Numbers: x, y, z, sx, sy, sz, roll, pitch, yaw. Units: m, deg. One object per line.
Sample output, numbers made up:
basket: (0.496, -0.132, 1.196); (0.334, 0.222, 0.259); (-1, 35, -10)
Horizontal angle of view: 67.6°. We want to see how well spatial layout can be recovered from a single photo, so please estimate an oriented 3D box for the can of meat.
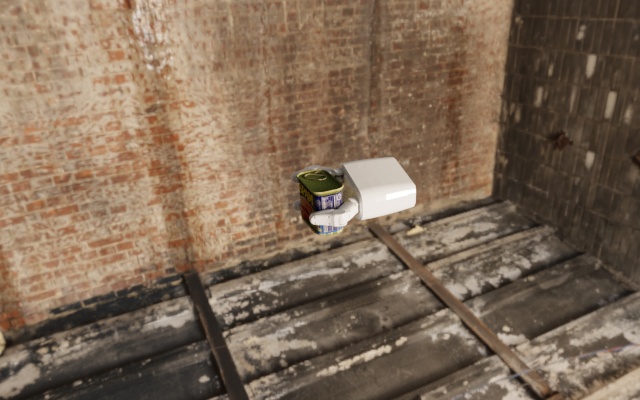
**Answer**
can of meat: (0.000, 0.003, 0.825); (0.057, 0.084, 0.102); (-13, 27, -18)
